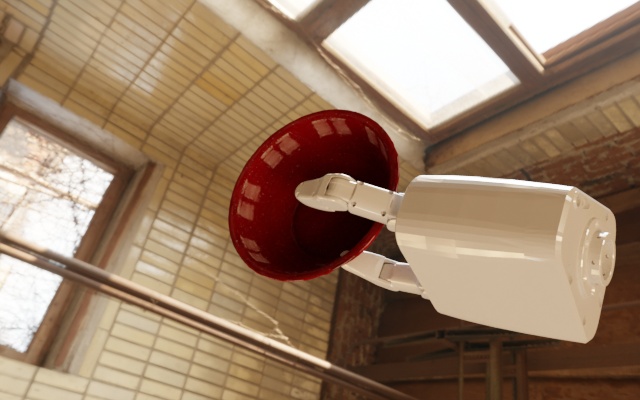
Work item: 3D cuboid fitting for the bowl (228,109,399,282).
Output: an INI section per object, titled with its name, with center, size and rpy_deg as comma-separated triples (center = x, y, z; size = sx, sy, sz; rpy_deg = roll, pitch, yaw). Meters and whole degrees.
[bowl]
center = -0.001, 0.001, 0.421
size = 0.162, 0.162, 0.055
rpy_deg = 0, -26, 30
